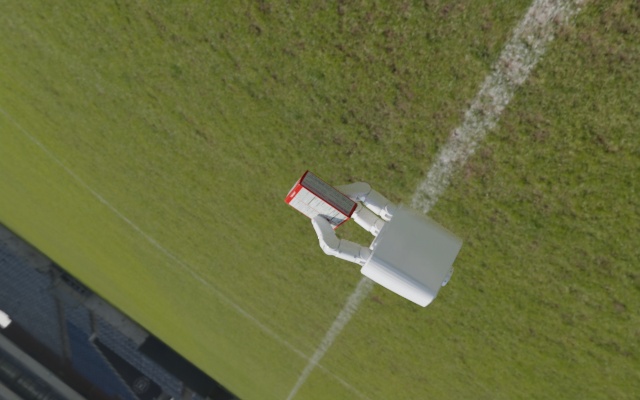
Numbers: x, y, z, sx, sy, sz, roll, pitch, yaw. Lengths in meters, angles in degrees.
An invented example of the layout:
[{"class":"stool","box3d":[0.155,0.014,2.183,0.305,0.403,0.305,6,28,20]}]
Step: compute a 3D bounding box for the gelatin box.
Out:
[{"class":"gelatin box","box3d":[0.000,0.002,0.693,0.089,0.030,0.073,33,-27,-7]}]
